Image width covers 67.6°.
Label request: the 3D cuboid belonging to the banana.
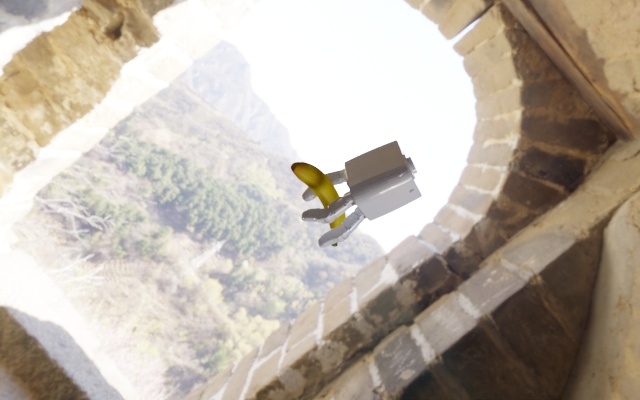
[{"bbox_3d":[0.006,-0.007,0.861,0.037,0.198,0.069,-11,37,26],"label":"banana"}]
